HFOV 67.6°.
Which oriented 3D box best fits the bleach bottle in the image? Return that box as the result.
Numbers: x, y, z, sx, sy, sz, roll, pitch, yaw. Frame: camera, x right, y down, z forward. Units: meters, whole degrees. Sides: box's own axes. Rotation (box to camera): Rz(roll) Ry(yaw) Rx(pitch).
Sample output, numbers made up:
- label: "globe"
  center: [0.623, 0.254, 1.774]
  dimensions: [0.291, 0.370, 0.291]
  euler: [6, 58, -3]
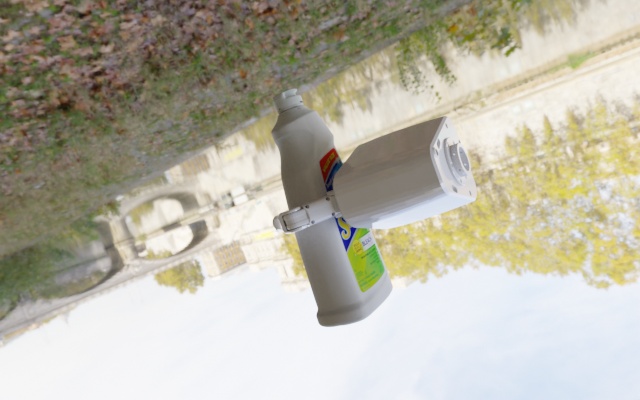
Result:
- label: "bleach bottle"
  center: [0.000, 0.002, 0.525]
  dimensions: [0.068, 0.251, 0.102]
  euler: [-19, 3, 33]
